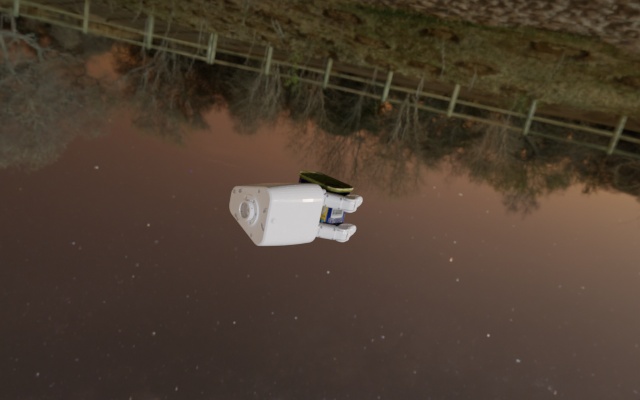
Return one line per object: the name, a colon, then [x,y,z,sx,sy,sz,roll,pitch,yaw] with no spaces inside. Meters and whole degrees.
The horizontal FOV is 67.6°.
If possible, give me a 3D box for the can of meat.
can of meat: [0.000,0.003,0.835,0.057,0.084,0.102,-4,22,-46]
